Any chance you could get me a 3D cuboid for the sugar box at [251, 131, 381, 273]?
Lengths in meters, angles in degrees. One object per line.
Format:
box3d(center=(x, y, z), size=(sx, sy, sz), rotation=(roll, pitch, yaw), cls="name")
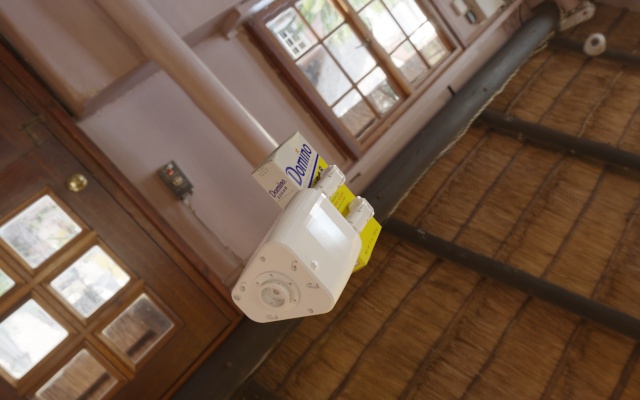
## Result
box3d(center=(0.001, 0.002, 0.613), size=(0.048, 0.176, 0.093), rotation=(-32, 15, 32), cls="sugar box")
